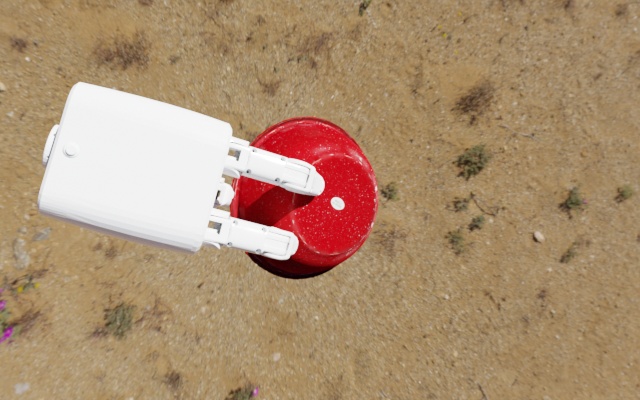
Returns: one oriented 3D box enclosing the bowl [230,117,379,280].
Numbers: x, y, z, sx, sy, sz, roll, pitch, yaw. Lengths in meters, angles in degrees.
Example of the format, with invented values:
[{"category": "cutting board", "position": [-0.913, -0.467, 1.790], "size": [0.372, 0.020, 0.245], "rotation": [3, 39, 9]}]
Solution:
[{"category": "bowl", "position": [0.001, 0.002, 0.451], "size": [0.162, 0.162, 0.055], "rotation": [0, 6, -32]}]
